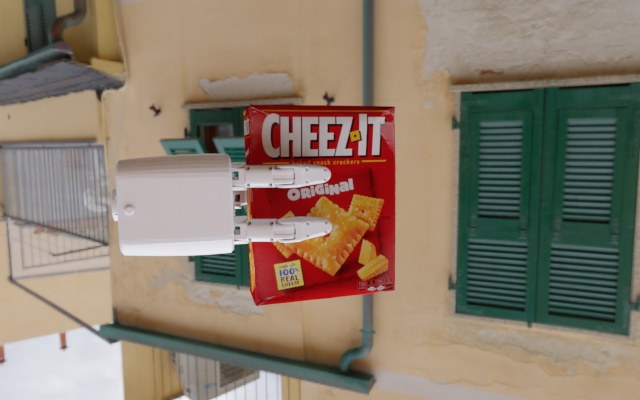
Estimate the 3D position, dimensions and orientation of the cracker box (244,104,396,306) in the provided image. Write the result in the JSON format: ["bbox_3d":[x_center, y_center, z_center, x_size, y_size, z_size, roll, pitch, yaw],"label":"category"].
[{"bbox_3d":[0.000,0.002,0.541,0.164,0.214,0.072,-2,7,-14],"label":"cracker box"}]
